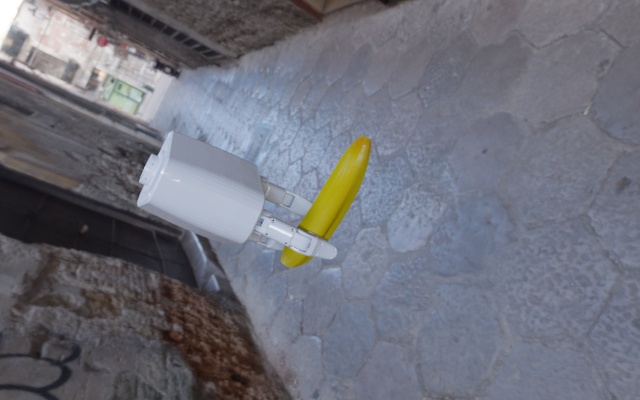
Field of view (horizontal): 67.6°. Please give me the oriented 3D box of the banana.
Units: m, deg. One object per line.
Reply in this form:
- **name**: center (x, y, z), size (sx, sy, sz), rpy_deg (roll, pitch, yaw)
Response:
- **banana**: center (0.000, 0.015, 0.552), size (0.037, 0.198, 0.069), rpy_deg (24, 28, -22)
